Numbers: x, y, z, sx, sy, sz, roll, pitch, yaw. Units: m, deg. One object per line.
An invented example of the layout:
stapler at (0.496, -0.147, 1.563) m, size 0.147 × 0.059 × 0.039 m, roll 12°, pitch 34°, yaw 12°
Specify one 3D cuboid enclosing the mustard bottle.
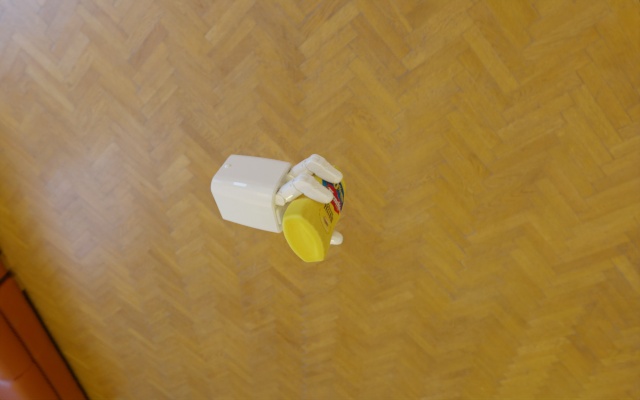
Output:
mustard bottle at (0.000, 0.003, 0.775) m, size 0.058 × 0.096 × 0.191 m, roll -10°, pitch 33°, yaw 27°
